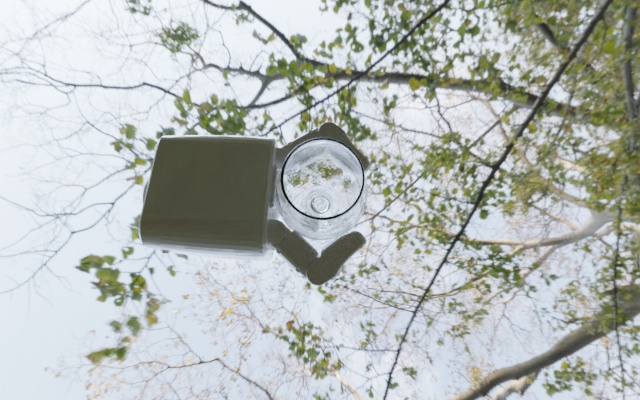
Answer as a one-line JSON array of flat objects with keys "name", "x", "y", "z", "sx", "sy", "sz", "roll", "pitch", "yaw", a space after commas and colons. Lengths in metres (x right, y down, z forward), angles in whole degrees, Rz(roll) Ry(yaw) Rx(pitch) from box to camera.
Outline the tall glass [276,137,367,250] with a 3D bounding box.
[{"name": "tall glass", "x": 0.000, "y": 0.002, "z": 0.445, "sx": 0.079, "sy": 0.079, "sz": 0.201, "roll": 0, "pitch": -10, "yaw": -1}]
